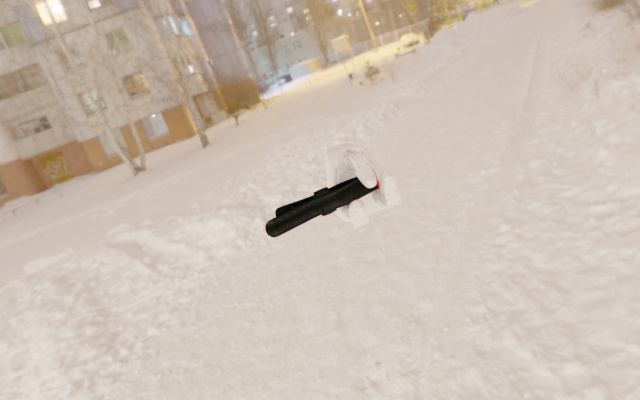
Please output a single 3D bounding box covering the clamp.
[{"bbox_3d":[0.000,0.002,0.691,0.171,0.039,0.120,-22,13,-4],"label":"clamp"}]
